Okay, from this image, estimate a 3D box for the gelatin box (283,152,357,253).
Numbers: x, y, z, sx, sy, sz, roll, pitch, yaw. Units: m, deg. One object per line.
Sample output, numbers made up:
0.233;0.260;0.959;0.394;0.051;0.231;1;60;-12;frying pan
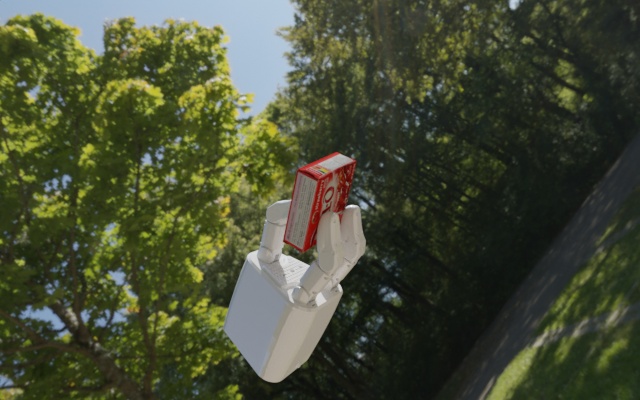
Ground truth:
0.000;0.001;0.498;0.030;0.089;0.073;27;31;25;gelatin box
